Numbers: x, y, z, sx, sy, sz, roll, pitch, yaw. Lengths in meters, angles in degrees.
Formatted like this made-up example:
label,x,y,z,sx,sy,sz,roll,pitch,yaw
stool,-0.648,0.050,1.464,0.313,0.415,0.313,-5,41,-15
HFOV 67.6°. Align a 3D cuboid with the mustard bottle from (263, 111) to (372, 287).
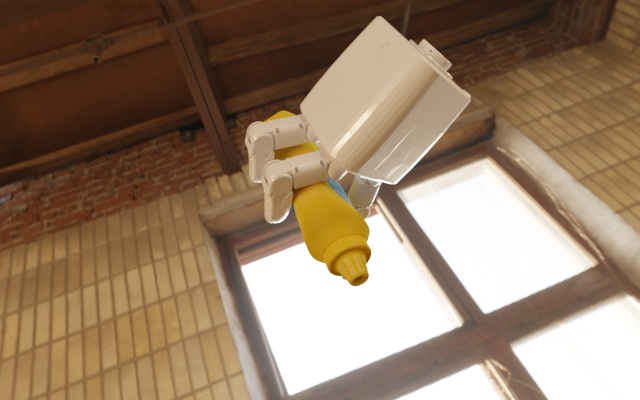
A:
label,x,y,z,sx,sy,sz,roll,pitch,yaw
mustard bottle,0.000,0.002,0.452,0.058,0.191,0.096,-31,-42,3
